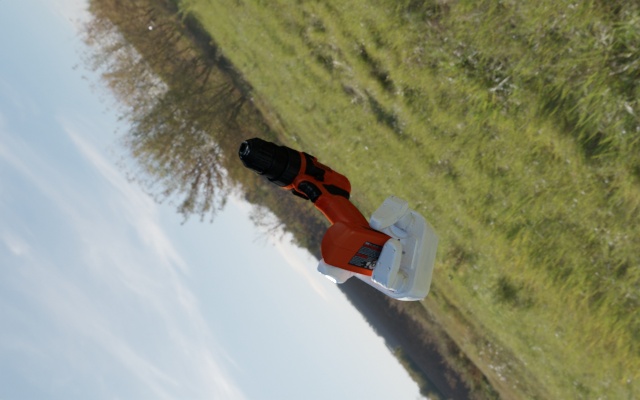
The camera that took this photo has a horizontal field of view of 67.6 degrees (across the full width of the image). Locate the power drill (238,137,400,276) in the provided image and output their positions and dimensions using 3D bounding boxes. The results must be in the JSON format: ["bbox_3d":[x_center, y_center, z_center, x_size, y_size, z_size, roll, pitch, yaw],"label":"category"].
[{"bbox_3d":[0.000,0.002,0.583,0.184,0.057,0.187,20,25,-42],"label":"power drill"}]
